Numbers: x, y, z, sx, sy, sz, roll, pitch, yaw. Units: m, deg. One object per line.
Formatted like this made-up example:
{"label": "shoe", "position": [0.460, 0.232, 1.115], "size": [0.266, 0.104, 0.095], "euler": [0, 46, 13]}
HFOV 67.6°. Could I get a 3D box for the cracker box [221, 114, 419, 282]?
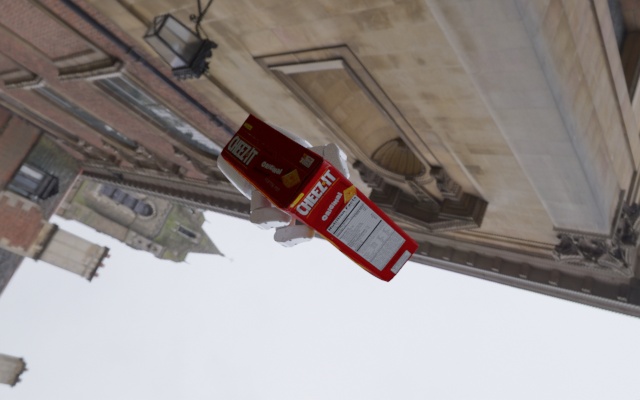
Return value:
{"label": "cracker box", "position": [0.000, 0.002, 0.584], "size": [0.214, 0.072, 0.164], "euler": [38, -2, -43]}
